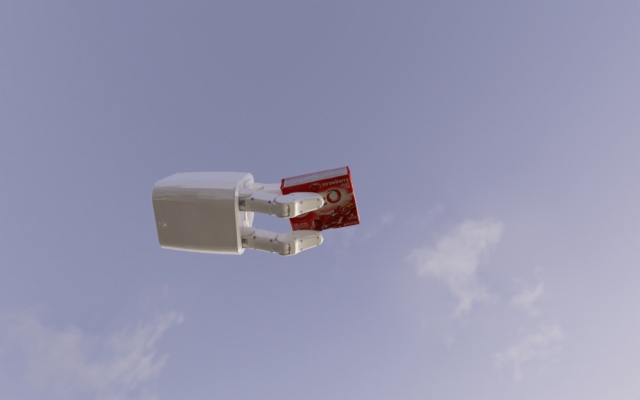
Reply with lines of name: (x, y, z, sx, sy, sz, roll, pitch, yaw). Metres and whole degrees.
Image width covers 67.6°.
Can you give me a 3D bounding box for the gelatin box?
gelatin box: (0.000, 0.002, 0.607, 0.089, 0.073, 0.030, -11, 28, 5)
